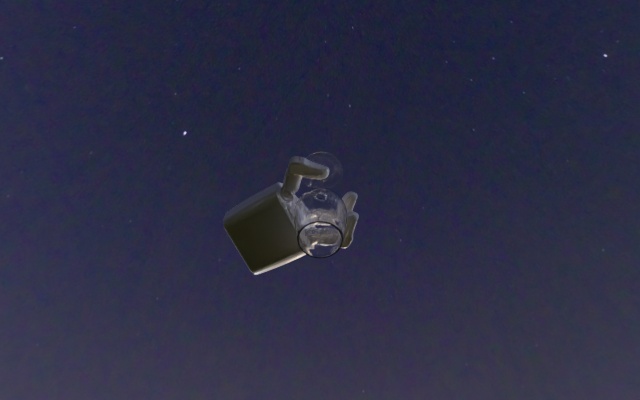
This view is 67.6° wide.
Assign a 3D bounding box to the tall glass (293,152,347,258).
[{"bbox_3d":[0.000,0.002,0.725,0.079,0.079,0.201,0,31,0],"label":"tall glass"}]
